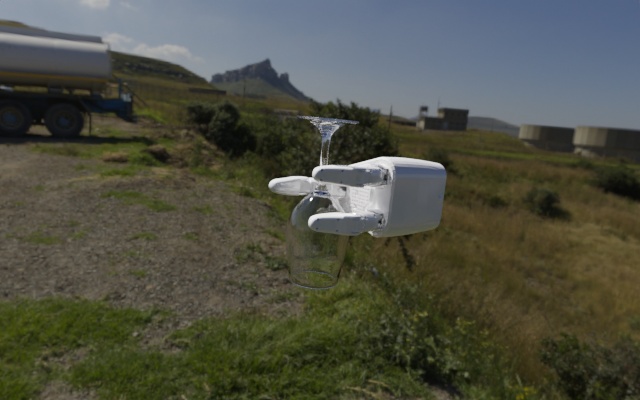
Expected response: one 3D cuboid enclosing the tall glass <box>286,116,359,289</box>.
[{"bbox_3d":[0.000,0.001,0.579,0.079,0.201,0.079,5,9,-1],"label":"tall glass"}]
